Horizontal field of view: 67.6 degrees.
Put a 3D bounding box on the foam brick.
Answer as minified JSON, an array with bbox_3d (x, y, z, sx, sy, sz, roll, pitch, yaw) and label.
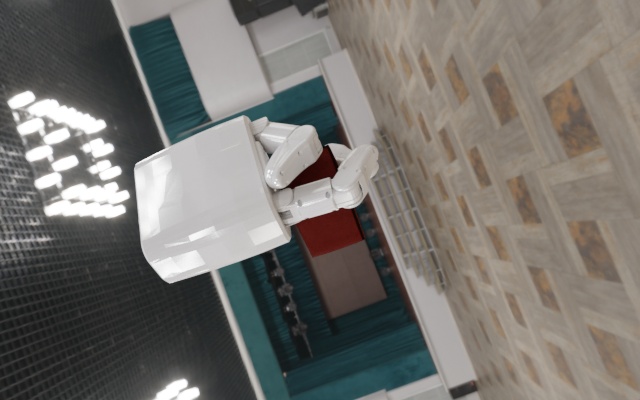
[{"bbox_3d":[0.000,0.002,0.421,0.051,0.078,0.053,-22,39,1],"label":"foam brick"}]
